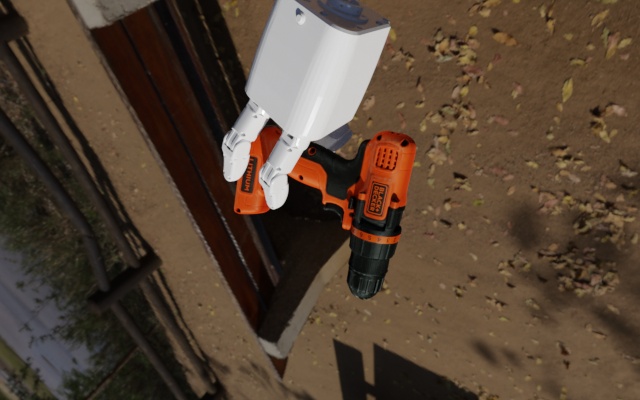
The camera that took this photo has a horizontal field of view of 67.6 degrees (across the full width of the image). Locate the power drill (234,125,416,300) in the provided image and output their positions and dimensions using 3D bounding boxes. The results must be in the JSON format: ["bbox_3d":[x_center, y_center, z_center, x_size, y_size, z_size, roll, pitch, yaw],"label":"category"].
[{"bbox_3d":[0.000,0.001,0.526,0.187,0.184,0.057,15,14,17],"label":"power drill"}]
